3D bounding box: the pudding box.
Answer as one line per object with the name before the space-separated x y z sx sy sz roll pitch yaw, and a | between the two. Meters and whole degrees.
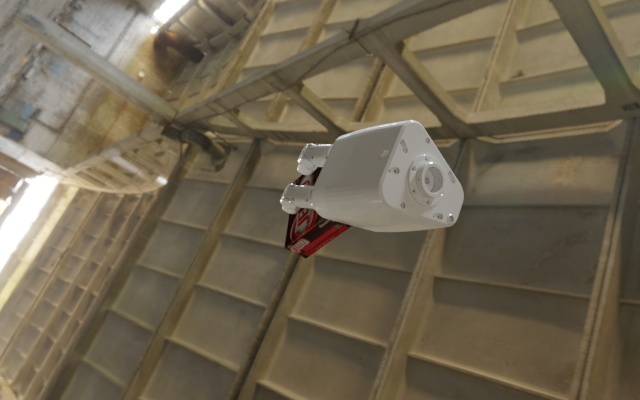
pudding box | 0.000 0.002 0.581 0.039 0.113 0.090 32 -49 -24
